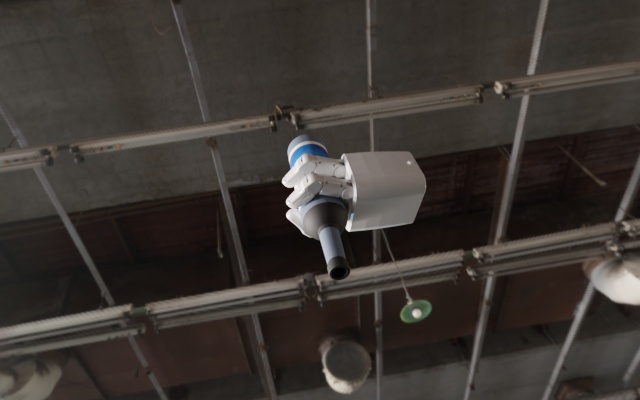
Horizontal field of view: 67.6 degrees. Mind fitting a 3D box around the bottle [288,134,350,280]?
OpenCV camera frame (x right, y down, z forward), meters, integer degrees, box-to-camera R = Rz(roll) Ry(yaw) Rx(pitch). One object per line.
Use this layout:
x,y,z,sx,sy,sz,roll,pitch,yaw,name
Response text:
0.000,0.002,0.707,0.069,0.069,0.295,0,37,-12,bottle
